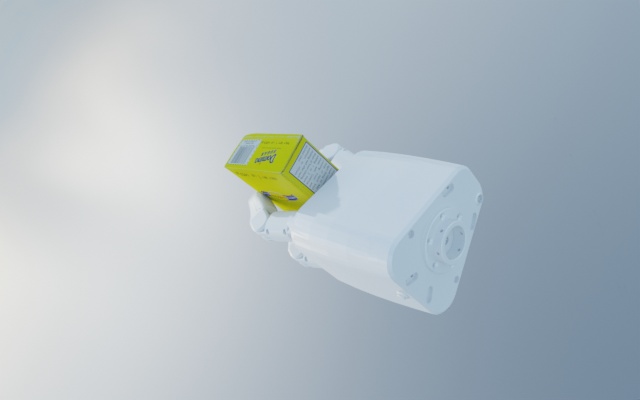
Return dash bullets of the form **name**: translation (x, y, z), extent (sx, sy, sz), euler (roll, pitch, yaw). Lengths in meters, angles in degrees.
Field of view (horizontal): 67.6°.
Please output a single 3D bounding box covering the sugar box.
- **sugar box**: translation (0.000, 0.002, 0.470), extent (0.093, 0.048, 0.176), euler (10, -25, 49)
